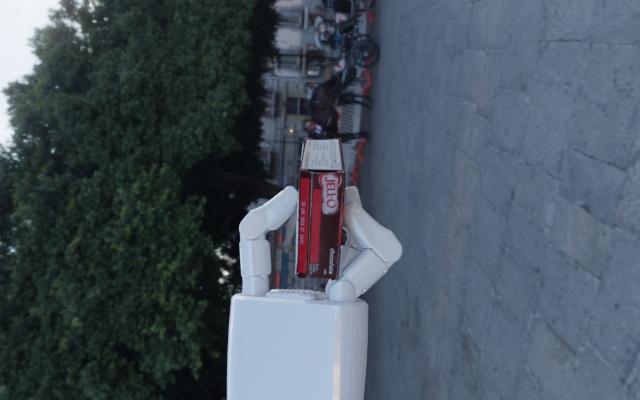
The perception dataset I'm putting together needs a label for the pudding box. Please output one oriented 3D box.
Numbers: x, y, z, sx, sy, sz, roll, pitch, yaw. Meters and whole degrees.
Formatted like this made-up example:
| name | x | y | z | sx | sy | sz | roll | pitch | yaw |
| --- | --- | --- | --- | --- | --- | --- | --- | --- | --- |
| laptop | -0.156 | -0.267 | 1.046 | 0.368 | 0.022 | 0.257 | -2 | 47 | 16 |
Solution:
| name | x | y | z | sx | sy | sz | roll | pitch | yaw |
| --- | --- | --- | --- | --- | --- | --- | --- | --- | --- |
| pudding box | 0.000 | 0.001 | 0.404 | 0.039 | 0.090 | 0.113 | 3 | 20 | -3 |
